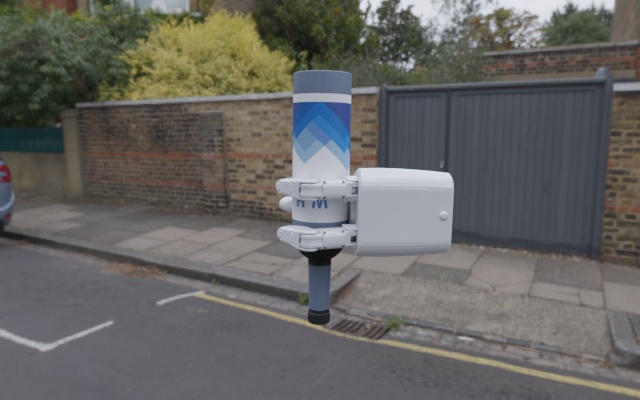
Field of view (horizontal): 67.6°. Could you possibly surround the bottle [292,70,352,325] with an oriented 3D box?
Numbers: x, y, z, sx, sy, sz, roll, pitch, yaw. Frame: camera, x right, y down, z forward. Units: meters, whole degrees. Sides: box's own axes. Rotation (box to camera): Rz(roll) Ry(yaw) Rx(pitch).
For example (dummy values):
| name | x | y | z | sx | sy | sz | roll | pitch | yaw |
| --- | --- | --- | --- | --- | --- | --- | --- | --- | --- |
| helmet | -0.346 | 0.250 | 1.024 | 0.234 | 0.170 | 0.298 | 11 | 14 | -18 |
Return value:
| name | x | y | z | sx | sy | sz | roll | pitch | yaw |
| --- | --- | --- | --- | --- | --- | --- | --- | --- | --- |
| bottle | 0.000 | 0.002 | 0.563 | 0.069 | 0.296 | 0.069 | 1 | 8 | 0 |
